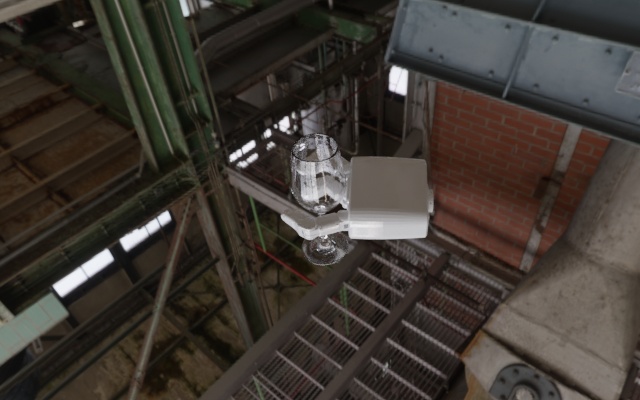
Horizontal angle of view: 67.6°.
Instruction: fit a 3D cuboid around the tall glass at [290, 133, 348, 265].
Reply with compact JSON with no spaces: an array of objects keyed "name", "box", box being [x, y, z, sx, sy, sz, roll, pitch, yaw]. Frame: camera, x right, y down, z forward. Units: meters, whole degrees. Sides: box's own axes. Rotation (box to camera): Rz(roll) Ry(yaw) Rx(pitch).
[{"name":"tall glass","box":[0.000,0.003,0.688,0.079,0.201,0.079,-3,44,3]}]
